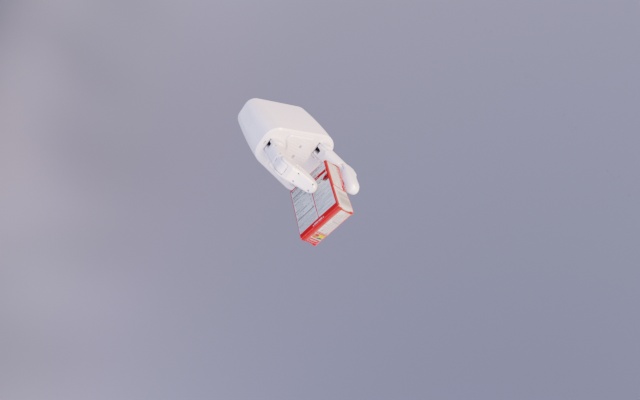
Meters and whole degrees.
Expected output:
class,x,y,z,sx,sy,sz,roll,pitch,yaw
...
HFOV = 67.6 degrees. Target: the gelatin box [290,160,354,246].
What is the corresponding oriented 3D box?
class,x,y,z,sx,sy,sz,roll,pitch,yaw
gelatin box,0.000,0.002,0.622,0.030,0.089,0.073,27,-57,-36
